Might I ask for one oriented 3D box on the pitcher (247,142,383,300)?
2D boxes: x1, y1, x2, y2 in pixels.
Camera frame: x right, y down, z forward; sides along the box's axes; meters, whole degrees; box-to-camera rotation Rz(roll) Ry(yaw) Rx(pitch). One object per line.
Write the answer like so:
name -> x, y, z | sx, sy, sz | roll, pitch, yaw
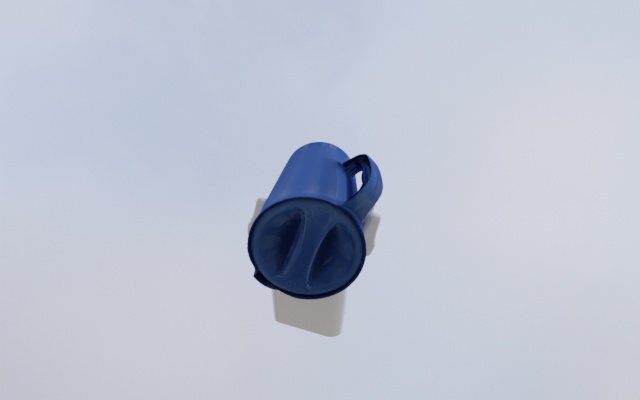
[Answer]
pitcher -> 0.000, 0.002, 0.630 | 0.149, 0.145, 0.242 | 2, 26, 3
